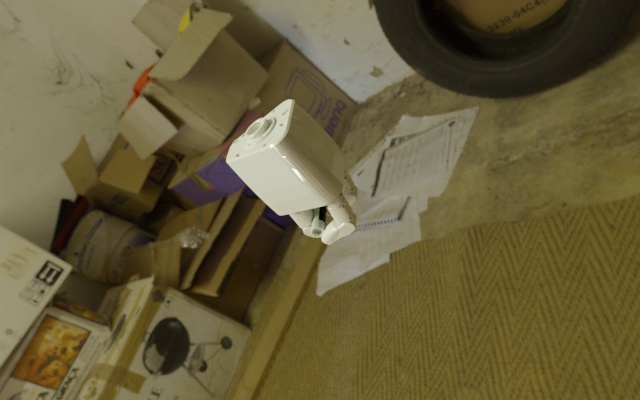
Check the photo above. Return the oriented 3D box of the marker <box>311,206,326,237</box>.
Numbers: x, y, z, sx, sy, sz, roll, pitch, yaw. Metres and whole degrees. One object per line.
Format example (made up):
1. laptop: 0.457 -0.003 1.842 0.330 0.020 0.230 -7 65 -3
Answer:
1. marker: 0.000 0.002 0.683 0.020 0.020 0.121 0 42 5
